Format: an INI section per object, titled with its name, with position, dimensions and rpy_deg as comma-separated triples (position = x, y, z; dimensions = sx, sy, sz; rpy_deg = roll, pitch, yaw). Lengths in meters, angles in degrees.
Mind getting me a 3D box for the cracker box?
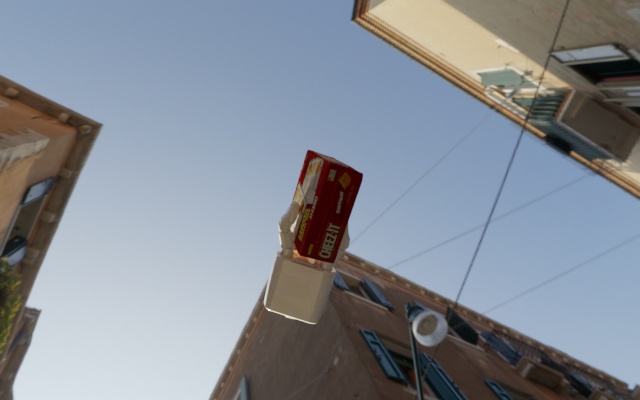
[cracker box]
position = 0.000, 0.003, 0.881
dimensions = 0.072, 0.164, 0.213
rpy_deg = 15, 8, -14
